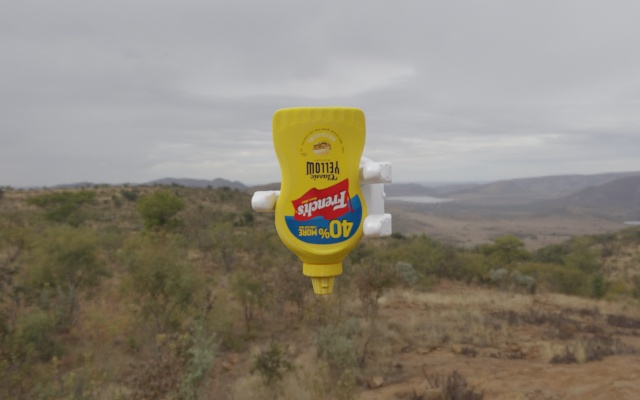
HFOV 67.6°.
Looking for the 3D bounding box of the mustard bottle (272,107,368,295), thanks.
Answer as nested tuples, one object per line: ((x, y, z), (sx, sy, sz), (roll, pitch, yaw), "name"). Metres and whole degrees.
((0.000, 0.001, 0.498), (0.096, 0.191, 0.058), (-2, 2, -8), "mustard bottle")
